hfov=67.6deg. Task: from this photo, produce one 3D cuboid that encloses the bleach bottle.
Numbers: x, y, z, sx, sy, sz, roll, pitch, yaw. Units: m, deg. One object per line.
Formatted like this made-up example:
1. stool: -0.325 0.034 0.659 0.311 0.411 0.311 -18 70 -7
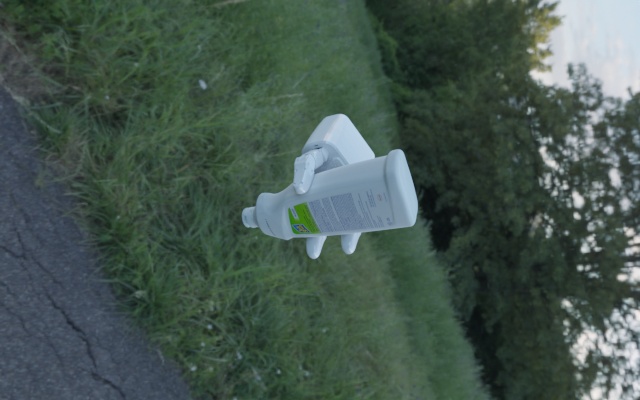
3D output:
1. bleach bottle: 0.000 0.002 0.664 0.251 0.103 0.068 -9 31 24
